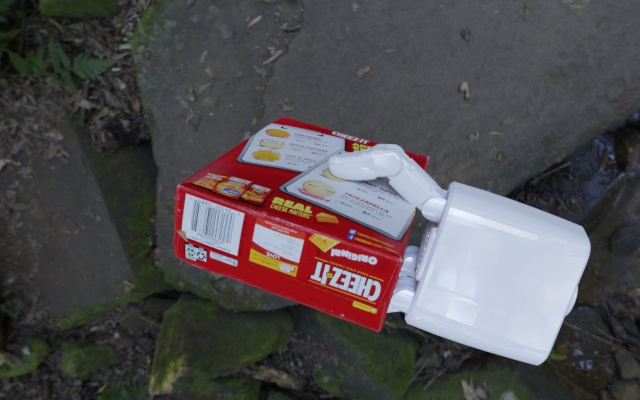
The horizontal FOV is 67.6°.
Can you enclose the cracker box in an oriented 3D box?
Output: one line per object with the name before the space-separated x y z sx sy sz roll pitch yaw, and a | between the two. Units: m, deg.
cracker box | 0.000 0.001 0.419 0.164 0.072 0.213 17 26 10
